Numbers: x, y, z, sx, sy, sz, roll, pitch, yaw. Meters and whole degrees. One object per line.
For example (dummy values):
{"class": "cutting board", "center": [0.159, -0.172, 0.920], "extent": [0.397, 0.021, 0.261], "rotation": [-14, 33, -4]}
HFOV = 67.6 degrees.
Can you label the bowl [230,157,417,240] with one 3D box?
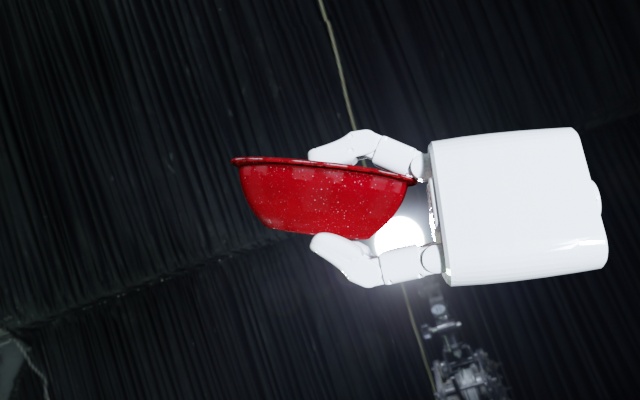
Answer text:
{"class": "bowl", "center": [-0.001, 0.002, 0.416], "extent": [0.162, 0.055, 0.162], "rotation": [7, -2, 0]}
